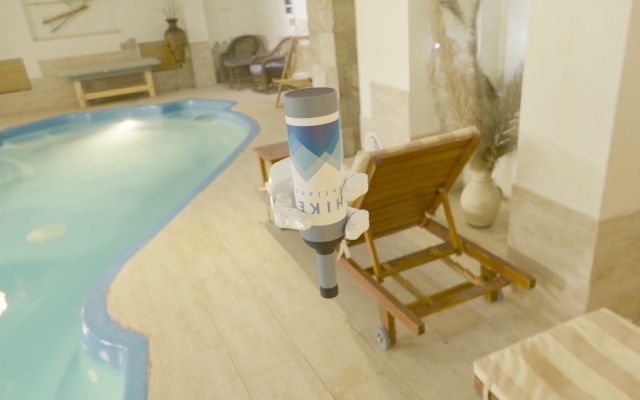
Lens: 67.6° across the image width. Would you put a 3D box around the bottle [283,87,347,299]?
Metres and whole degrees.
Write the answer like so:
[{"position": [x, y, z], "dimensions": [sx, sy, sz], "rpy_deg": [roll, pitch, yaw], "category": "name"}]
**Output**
[{"position": [0.000, 0.002, 0.643], "dimensions": [0.069, 0.296, 0.069], "rpy_deg": [-5, 23, 2], "category": "bottle"}]
